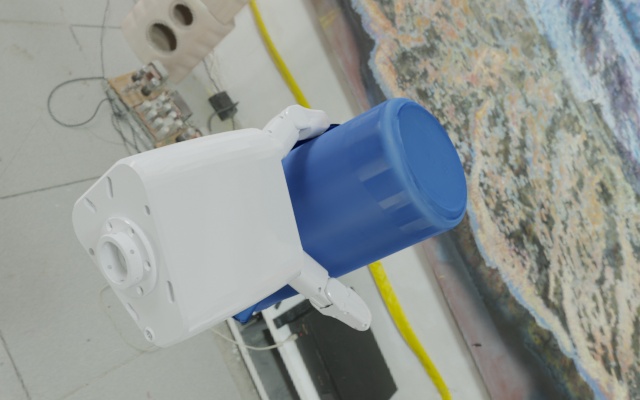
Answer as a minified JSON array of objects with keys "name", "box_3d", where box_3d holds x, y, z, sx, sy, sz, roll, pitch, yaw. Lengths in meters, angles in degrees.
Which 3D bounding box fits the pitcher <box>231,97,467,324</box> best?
[{"name":"pitcher","box_3d":[0.000,0.002,0.433,0.243,0.149,0.145,-27,-3,38]}]
